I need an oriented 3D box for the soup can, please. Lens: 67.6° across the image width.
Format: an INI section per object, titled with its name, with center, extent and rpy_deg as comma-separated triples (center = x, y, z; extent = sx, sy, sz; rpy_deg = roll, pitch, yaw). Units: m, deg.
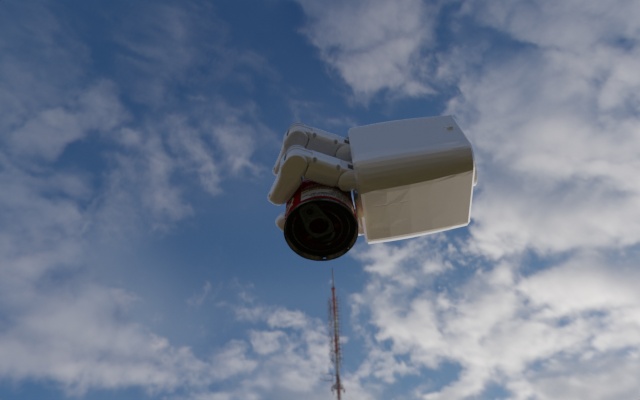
[soup can]
center = 0.000, 0.002, 0.471
extent = 0.068, 0.068, 0.102
rpy_deg = 0, 32, -1
